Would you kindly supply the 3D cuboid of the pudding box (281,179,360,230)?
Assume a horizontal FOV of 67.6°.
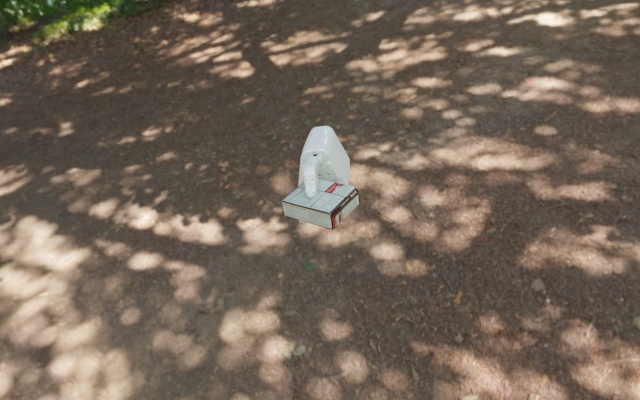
[{"bbox_3d":[0.000,0.003,0.855,0.113,0.039,0.090,13,41,35],"label":"pudding box"}]
